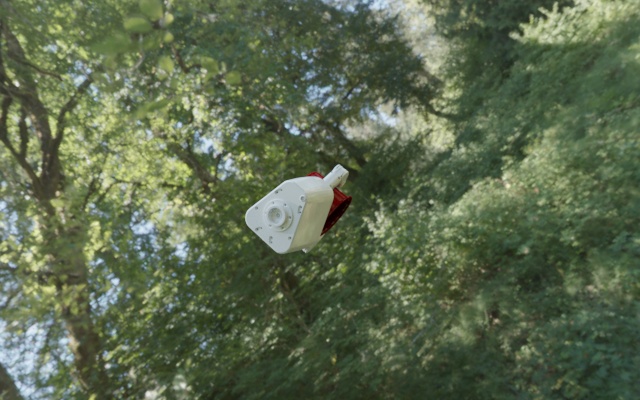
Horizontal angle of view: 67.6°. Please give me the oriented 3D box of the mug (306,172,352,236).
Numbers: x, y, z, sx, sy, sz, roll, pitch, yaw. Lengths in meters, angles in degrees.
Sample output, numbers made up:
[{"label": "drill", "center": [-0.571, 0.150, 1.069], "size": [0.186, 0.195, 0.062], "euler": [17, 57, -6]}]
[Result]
[{"label": "mug", "center": [0.001, 0.003, 0.863], "size": [0.081, 0.093, 0.117], "euler": [41, 16, 14]}]
